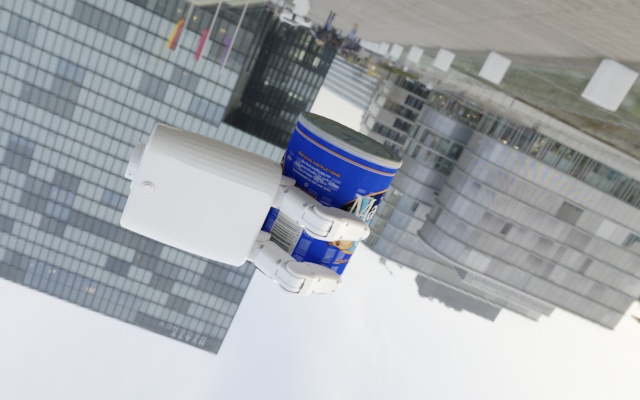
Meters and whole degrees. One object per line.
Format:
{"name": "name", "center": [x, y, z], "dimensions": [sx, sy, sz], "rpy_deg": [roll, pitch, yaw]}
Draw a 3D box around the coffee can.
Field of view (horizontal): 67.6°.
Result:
{"name": "coffee can", "center": [0.000, 0.001, 0.453], "dimensions": [0.103, 0.140, 0.102], "rpy_deg": [24, 16, -7]}
